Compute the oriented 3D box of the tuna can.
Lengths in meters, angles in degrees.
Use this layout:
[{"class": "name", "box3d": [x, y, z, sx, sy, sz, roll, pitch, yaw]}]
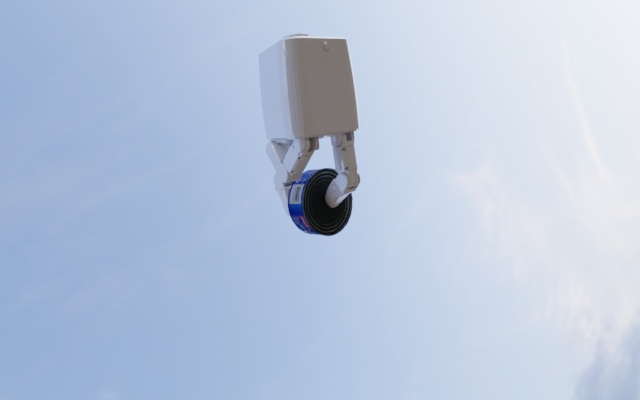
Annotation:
[{"class": "tuna can", "box3d": [0.000, 0.002, 0.611, 0.086, 0.086, 0.034, 0, 0, -42]}]
